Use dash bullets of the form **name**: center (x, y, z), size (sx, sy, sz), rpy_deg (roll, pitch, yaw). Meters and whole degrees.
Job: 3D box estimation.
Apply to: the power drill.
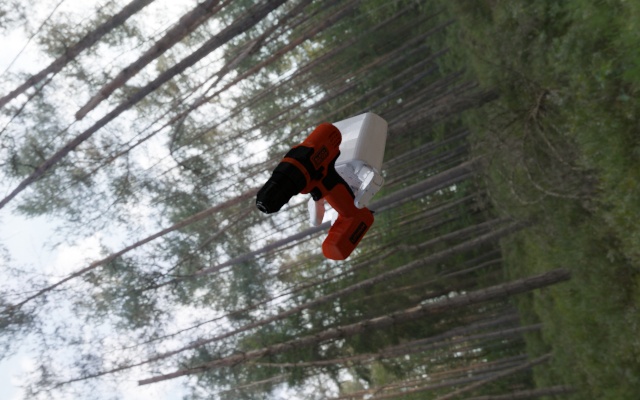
- **power drill**: center (0.000, 0.003, 0.730), size (0.057, 0.188, 0.184), rpy_deg (7, 46, 45)
